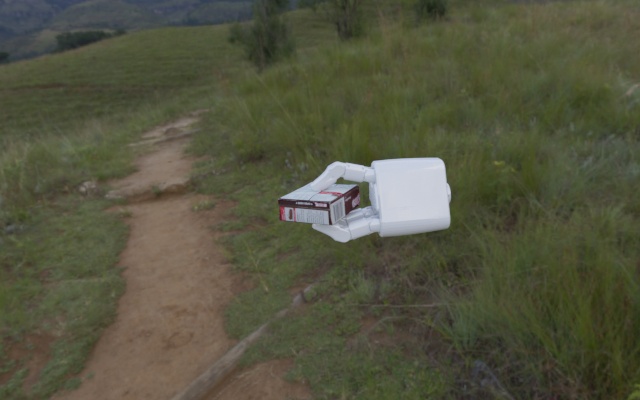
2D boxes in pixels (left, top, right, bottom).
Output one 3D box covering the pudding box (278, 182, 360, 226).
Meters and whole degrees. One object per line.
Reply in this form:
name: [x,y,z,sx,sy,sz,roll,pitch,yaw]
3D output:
pudding box: [0.000,0.002,0.739,0.090,0.039,0.113,3,15,26]
